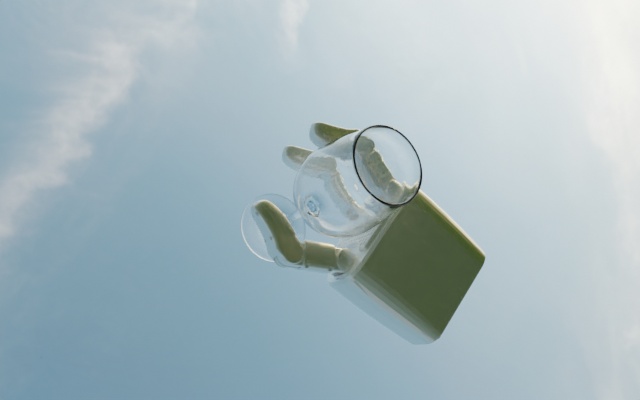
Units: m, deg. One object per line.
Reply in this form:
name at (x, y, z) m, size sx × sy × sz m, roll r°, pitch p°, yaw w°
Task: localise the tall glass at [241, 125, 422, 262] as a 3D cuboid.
tall glass at (0.000, 0.002, 0.420) m, size 0.079 × 0.079 × 0.201 m, roll 0°, pitch -16°, yaw -30°
